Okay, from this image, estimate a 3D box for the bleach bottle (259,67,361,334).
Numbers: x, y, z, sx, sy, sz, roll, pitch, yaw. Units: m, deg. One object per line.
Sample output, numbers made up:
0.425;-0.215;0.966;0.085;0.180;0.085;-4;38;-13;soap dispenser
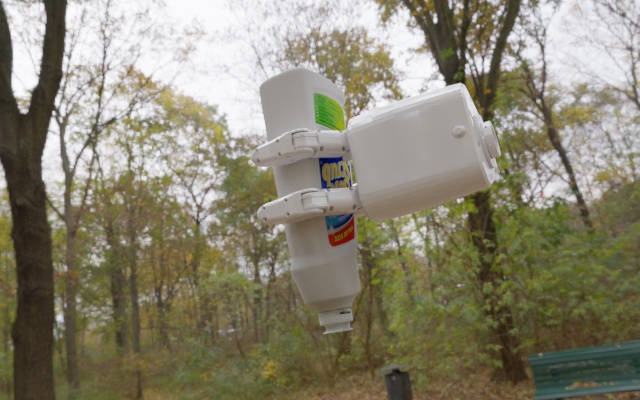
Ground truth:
0.000;0.002;0.474;0.068;0.250;0.102;-17;-15;27;bleach bottle
